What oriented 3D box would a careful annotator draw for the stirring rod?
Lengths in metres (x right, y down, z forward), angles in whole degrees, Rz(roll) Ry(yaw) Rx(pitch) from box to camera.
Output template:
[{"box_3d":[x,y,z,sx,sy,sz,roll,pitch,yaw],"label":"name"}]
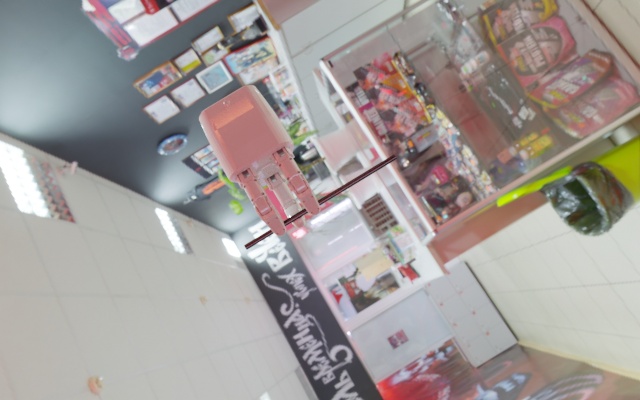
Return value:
[{"box_3d":[0.000,0.002,0.656,0.239,0.011,0.011,-31,0,-1],"label":"stirring rod"}]
